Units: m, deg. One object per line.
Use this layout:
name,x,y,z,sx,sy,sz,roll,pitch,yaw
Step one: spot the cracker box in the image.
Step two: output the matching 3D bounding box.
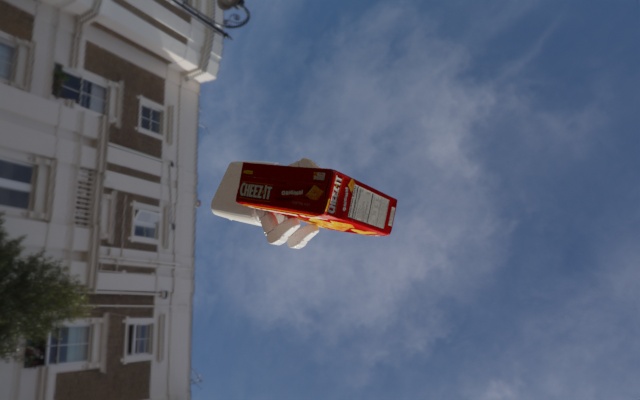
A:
cracker box,0.000,0.002,0.753,0.164,0.072,0.214,7,-7,34
